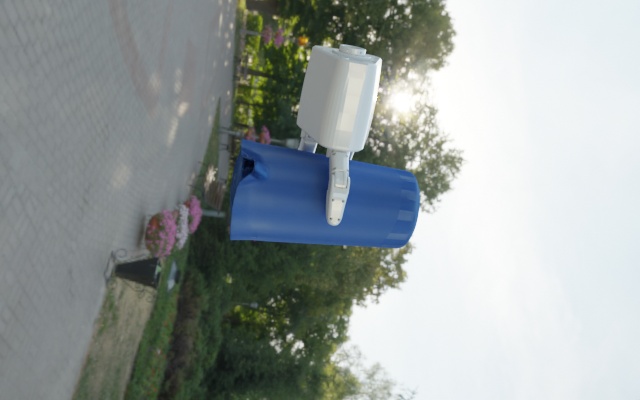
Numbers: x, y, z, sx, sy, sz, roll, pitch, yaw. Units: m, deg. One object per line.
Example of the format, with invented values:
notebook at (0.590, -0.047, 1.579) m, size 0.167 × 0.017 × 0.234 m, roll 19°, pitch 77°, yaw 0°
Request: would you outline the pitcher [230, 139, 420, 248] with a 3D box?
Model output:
pitcher at (0.000, 0.002, 0.651) m, size 0.243 × 0.145 × 0.149 m, roll 7°, pitch 22°, yaw -8°
